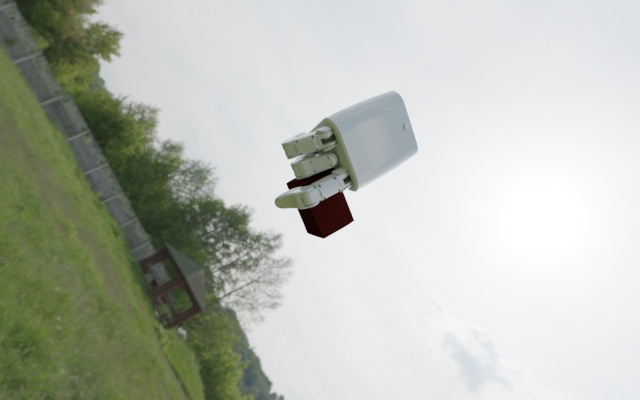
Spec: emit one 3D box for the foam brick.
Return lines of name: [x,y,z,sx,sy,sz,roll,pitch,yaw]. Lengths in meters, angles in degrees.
foam brick: [0.000,0.002,0.621,0.051,0.078,0.053,-29,19,-21]
